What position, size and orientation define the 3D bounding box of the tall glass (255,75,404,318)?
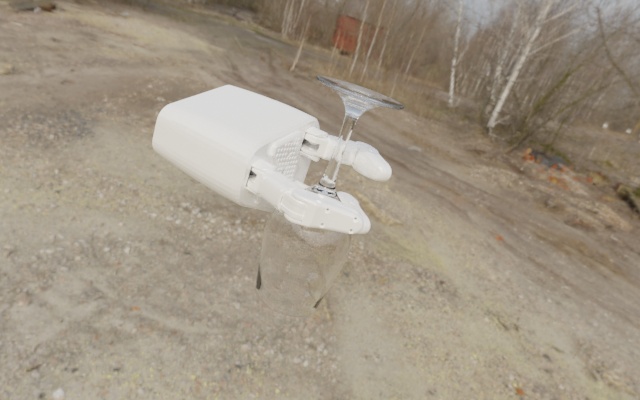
[{"bbox_3d":[0.000,0.001,0.412,0.079,0.201,0.079,17,19,-6],"label":"tall glass"}]
